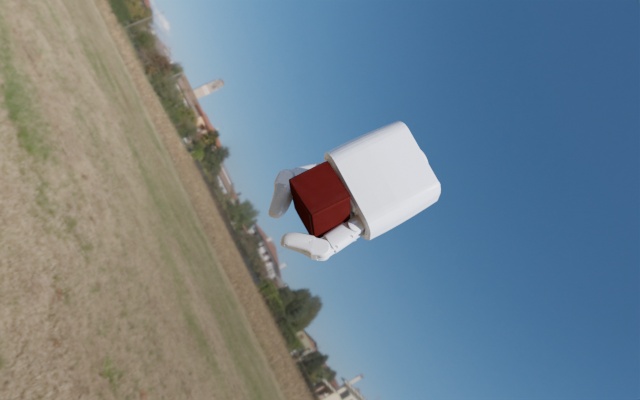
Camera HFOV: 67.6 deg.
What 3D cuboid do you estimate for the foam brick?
[{"bbox_3d":[0.000,0.002,0.551,0.051,0.053,0.078,-27,-24,-10],"label":"foam brick"}]
